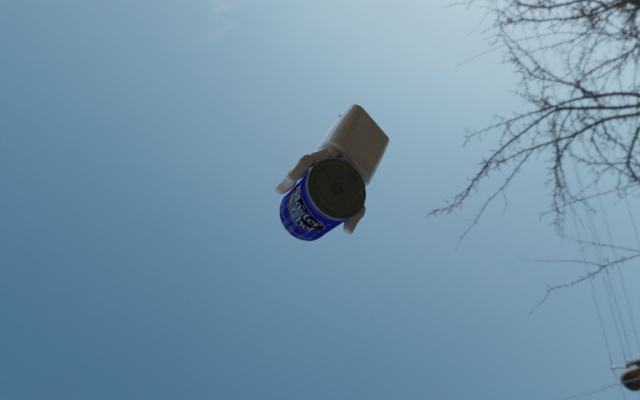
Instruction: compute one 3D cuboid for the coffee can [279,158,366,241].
[{"bbox_3d":[0.000,0.003,0.813,0.103,0.102,0.140,0,-19,-24],"label":"coffee can"}]
